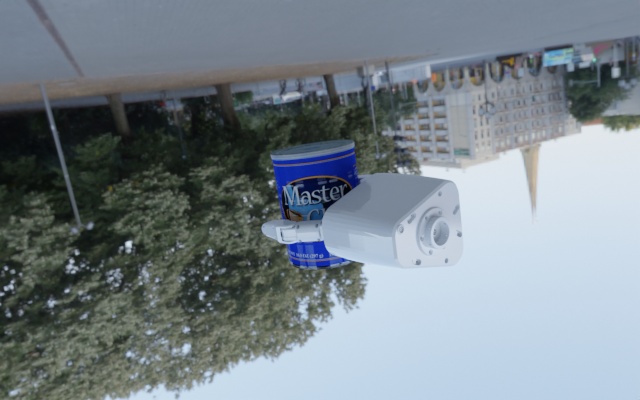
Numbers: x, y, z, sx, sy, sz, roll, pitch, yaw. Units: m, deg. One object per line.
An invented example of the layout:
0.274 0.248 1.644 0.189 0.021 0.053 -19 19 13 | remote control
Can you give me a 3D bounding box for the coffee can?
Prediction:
0.000 0.002 0.595 0.103 0.140 0.102 -8 12 2 | coffee can
